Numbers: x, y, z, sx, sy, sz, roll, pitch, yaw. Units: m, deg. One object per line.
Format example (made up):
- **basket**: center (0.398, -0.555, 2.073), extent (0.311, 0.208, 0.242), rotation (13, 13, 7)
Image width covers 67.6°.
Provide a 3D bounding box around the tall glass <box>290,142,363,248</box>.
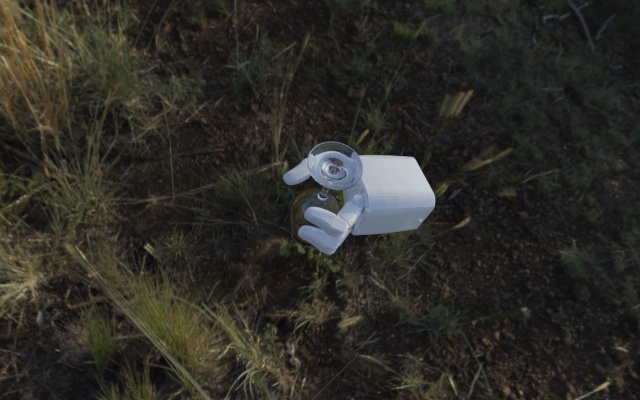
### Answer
- **tall glass**: center (0.000, 0.002, 0.700), extent (0.079, 0.079, 0.201), rotation (0, -29, -14)
